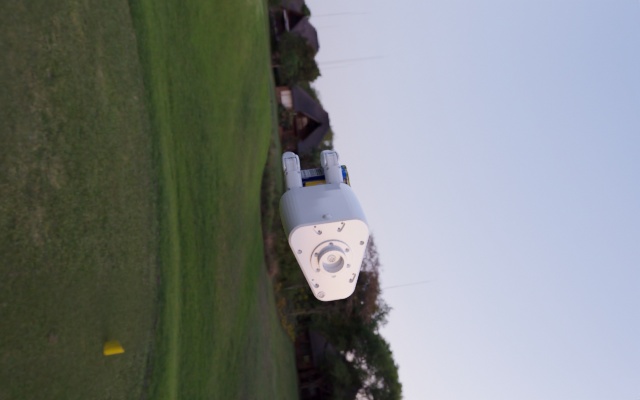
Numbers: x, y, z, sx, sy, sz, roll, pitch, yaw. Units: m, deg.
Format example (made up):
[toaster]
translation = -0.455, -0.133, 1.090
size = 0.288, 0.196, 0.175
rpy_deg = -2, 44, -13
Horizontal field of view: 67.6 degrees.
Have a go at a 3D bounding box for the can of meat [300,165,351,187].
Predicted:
[can of meat]
translation = 0.000, 0.002, 0.682
size = 0.084, 0.102, 0.057
rpy_deg = -7, 21, -5
